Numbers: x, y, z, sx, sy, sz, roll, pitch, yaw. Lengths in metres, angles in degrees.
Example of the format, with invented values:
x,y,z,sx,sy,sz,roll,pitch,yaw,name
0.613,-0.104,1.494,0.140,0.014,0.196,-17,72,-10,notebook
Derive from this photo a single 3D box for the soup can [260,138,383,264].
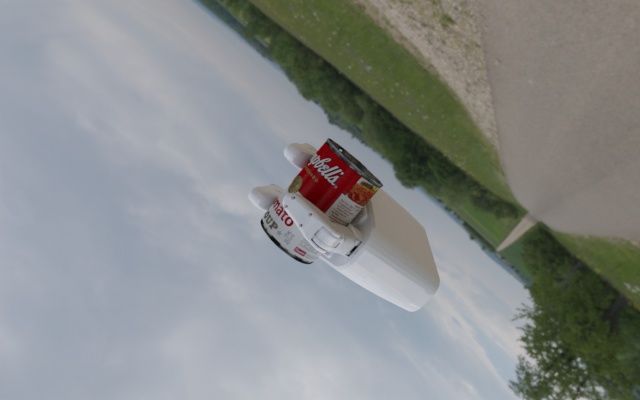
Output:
x,y,z,sx,sy,sz,roll,pitch,yaw,name
0.000,0.001,0.451,0.068,0.102,0.068,39,11,-9,soup can
